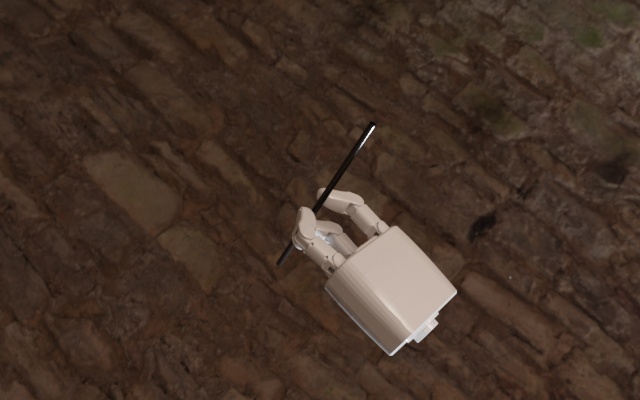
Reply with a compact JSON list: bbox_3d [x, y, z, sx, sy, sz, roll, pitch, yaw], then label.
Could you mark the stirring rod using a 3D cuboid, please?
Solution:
[{"bbox_3d":[0.000,0.002,0.572,0.011,0.011,0.240,0,-44,-40],"label":"stirring rod"}]
